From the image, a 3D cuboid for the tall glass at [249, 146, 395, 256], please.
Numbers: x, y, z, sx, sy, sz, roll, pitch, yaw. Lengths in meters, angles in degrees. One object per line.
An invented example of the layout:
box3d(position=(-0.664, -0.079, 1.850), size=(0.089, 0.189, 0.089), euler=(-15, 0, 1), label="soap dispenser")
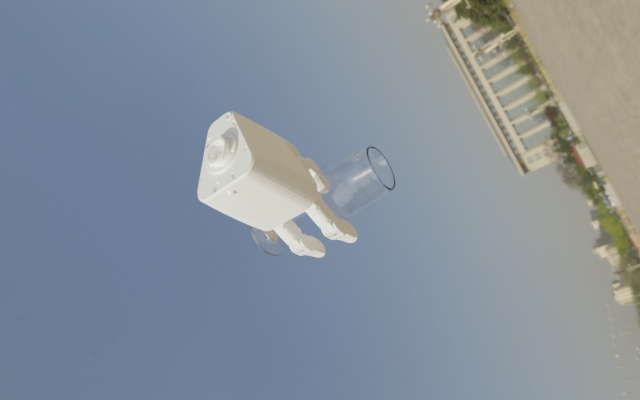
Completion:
box3d(position=(0.000, 0.002, 0.643), size=(0.201, 0.079, 0.079), euler=(-29, -15, 28), label="tall glass")
